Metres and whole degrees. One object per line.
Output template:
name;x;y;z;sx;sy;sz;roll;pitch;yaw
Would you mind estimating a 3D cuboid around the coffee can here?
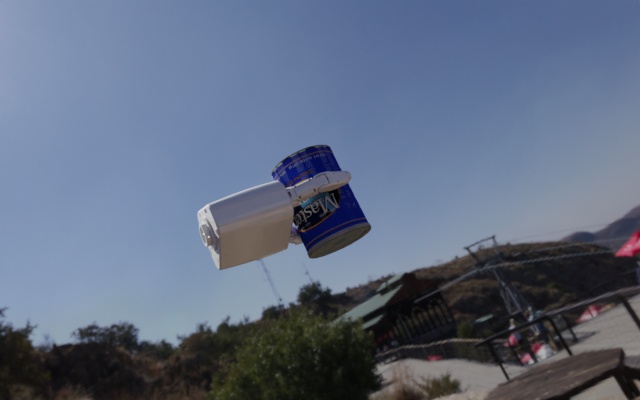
coffee can;0.000;0.002;0.720;0.103;0.140;0.103;-24;-16;-7
